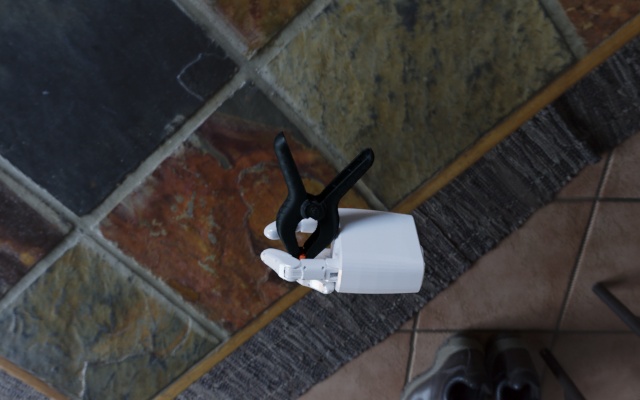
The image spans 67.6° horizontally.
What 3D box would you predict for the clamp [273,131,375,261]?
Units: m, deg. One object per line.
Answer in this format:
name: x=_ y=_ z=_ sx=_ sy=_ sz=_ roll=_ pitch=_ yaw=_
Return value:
clamp: x=0.000 y=0.002 z=0.581 sx=0.120 sy=0.171 sz=0.039 roll=3 pitch=25 yaw=-5
